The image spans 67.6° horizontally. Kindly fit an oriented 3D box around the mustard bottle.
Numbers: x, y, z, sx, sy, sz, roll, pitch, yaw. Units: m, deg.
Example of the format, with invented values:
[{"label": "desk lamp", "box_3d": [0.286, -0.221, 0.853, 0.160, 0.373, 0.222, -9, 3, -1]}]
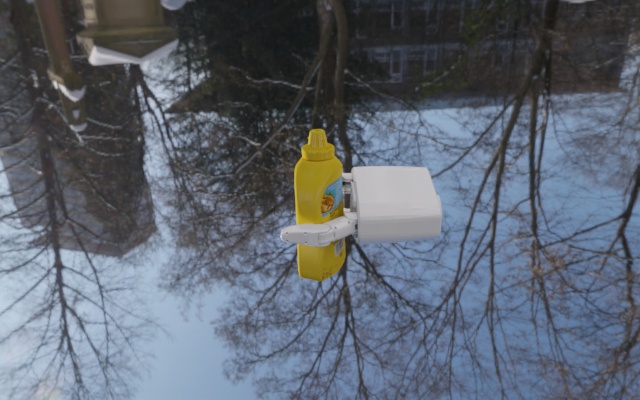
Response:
[{"label": "mustard bottle", "box_3d": [0.000, 0.002, 0.625, 0.058, 0.192, 0.096, 8, 25, 22]}]
